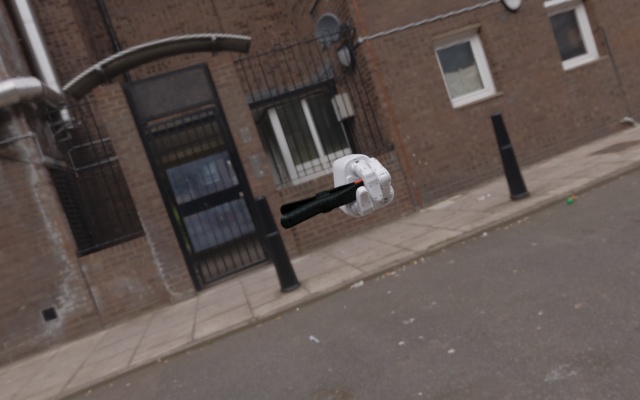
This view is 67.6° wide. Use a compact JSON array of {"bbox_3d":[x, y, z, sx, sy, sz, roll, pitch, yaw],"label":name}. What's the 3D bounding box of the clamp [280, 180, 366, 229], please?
[{"bbox_3d":[0.000,0.002,0.867,0.171,0.039,0.120,-20,16,-10],"label":"clamp"}]
